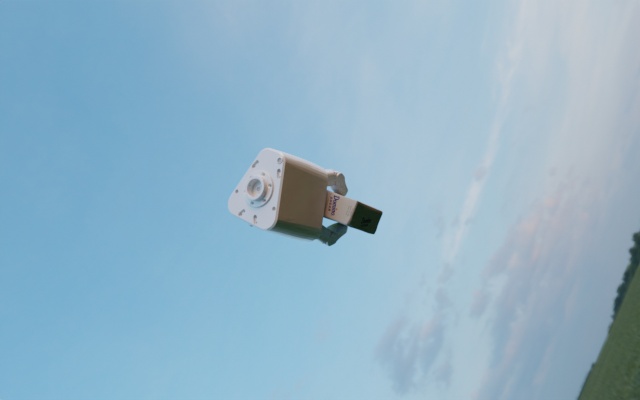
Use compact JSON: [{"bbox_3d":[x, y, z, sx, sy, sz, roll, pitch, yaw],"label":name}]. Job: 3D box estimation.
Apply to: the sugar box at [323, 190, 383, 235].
[{"bbox_3d":[0.000,0.003,0.756,0.176,0.048,0.093,23,1,33],"label":"sugar box"}]
